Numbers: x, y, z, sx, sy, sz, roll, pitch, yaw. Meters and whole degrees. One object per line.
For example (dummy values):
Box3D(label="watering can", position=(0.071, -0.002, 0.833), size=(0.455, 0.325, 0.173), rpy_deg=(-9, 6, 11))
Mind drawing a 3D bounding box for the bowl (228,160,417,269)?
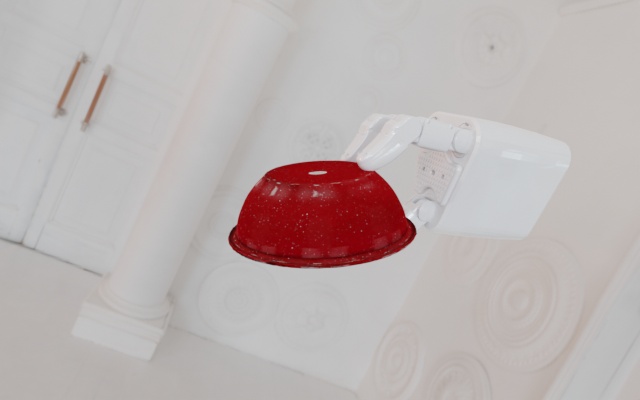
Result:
Box3D(label="bowl", position=(-0.001, 0.001, 0.406), size=(0.162, 0.055, 0.162), rpy_deg=(-3, 16, 1))
